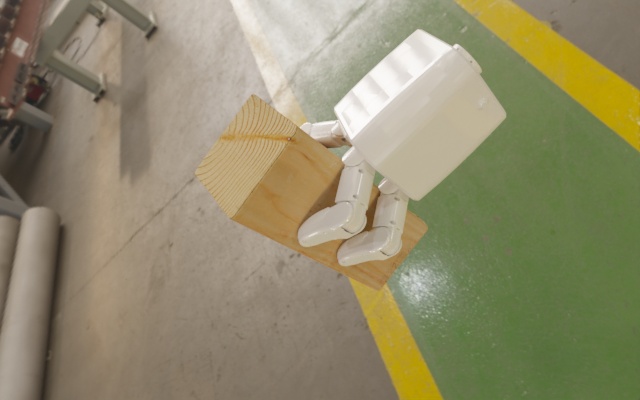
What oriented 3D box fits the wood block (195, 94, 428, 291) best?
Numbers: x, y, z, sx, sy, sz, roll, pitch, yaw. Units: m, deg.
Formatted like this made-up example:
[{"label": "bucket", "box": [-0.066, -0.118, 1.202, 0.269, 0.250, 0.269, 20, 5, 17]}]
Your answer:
[{"label": "wood block", "box": [0.000, 0.001, 0.456, 0.206, 0.090, 0.090, 33, 7, -42]}]
